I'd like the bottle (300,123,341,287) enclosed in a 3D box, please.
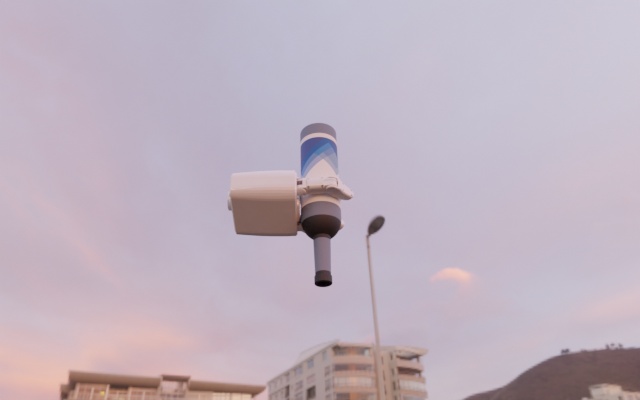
[{"bbox_3d":[0.000,0.002,0.802,0.069,0.295,0.069,-1,-32,-1],"label":"bottle"}]
